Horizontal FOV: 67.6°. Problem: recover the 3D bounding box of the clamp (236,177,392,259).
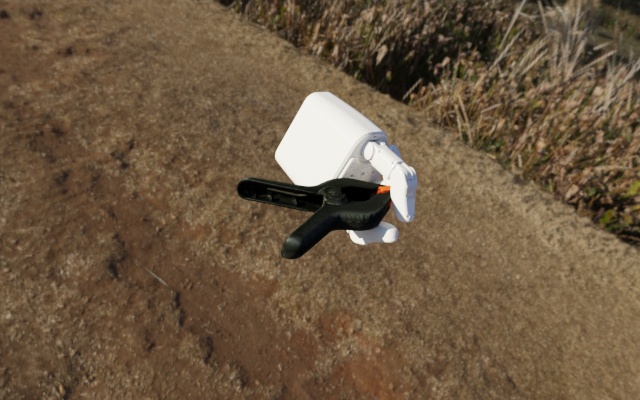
[{"bbox_3d":[0.000,0.001,0.502,0.171,0.039,0.120,-12,45,-40],"label":"clamp"}]
